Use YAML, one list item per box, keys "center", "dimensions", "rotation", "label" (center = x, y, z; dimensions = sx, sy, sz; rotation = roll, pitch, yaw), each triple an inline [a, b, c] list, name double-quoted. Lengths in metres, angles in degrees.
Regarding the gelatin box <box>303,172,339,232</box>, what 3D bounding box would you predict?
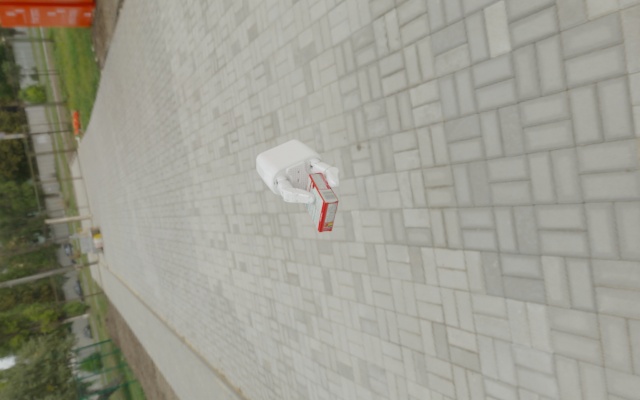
- center: [0.000, 0.003, 0.885]
  dimensions: [0.030, 0.073, 0.089]
  rotation: [-7, 41, -21]
  label: "gelatin box"
